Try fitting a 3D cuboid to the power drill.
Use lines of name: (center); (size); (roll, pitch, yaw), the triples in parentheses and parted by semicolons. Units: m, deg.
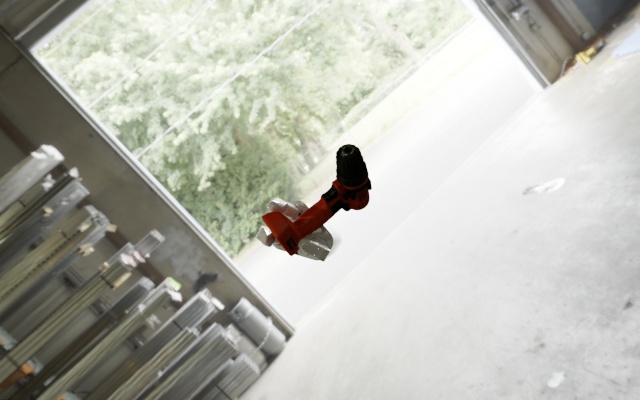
power drill: (0.000, 0.003, 0.780); (0.187, 0.057, 0.184); (-34, -28, -6)
